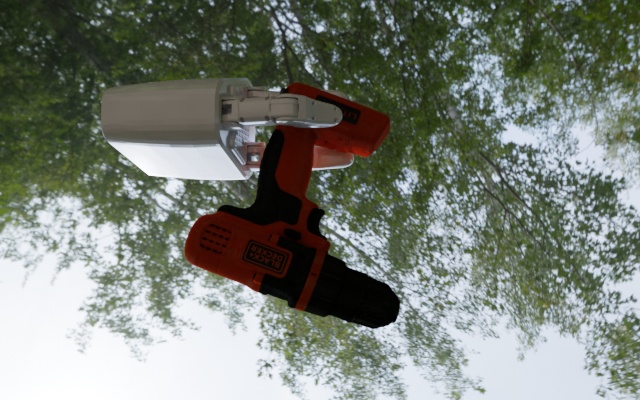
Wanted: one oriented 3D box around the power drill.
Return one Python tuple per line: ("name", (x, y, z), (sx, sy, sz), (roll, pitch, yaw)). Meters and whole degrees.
("power drill", (0.000, 0.001, 0.418), (0.184, 0.187, 0.057), (21, -22, -3))
